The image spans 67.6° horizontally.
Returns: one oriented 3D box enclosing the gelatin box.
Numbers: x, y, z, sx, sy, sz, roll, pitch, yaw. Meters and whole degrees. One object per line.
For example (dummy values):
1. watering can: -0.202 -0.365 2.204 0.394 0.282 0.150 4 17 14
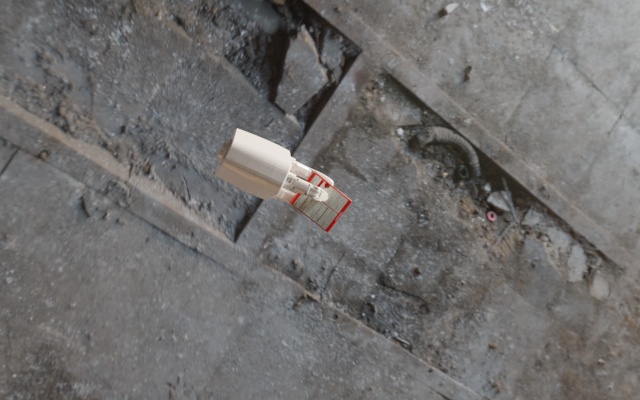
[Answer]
1. gelatin box: 0.000 0.003 0.870 0.089 0.073 0.030 38 -3 -11
